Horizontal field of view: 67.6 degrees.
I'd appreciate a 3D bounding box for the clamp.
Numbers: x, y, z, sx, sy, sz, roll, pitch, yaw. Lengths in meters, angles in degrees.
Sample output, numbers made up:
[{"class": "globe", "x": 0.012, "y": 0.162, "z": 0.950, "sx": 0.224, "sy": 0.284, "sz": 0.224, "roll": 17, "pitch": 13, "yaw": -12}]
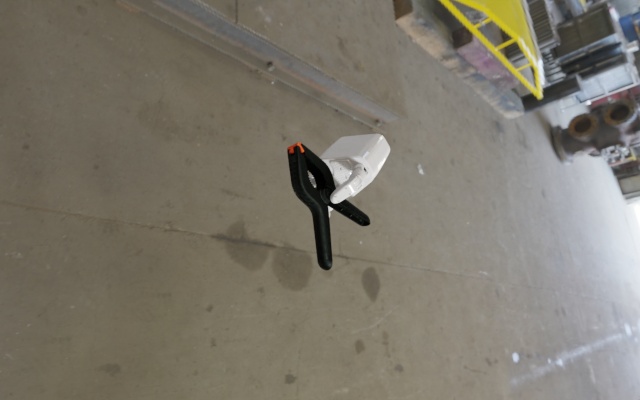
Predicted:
[{"class": "clamp", "x": 0.001, "y": 0.002, "z": 0.809, "sx": 0.036, "sy": 0.210, "sz": 0.164, "roll": -20, "pitch": 21, "yaw": 39}]
